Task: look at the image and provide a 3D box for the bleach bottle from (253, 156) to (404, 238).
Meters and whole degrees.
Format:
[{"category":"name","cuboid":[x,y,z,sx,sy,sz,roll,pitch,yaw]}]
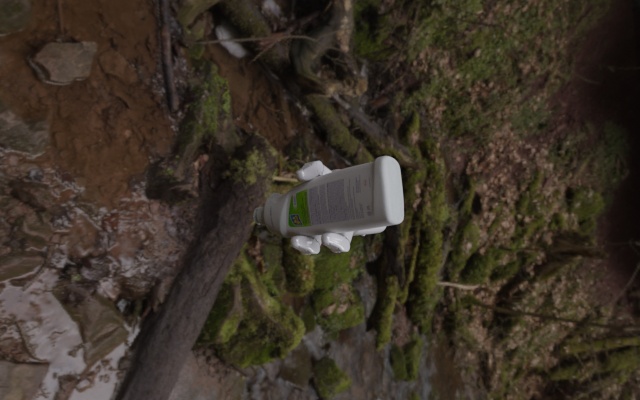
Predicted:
[{"category":"bleach bottle","cuboid":[0.000,0.003,0.743,0.251,0.102,0.068,-9,-9,32]}]
